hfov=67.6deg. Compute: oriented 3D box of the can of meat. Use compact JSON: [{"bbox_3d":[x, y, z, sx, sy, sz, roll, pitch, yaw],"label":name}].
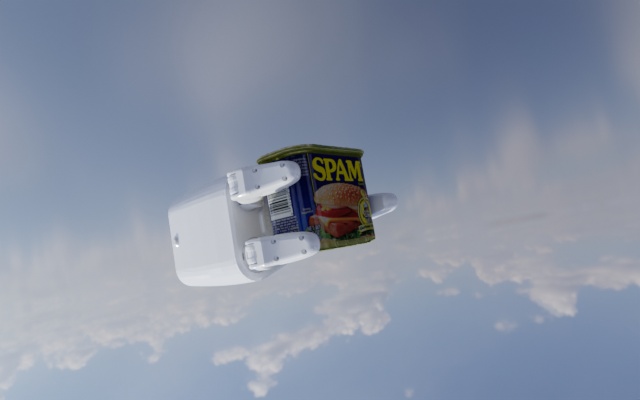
[{"bbox_3d":[0.000,0.002,0.409,0.057,0.084,0.102,-14,-8,38],"label":"can of meat"}]
